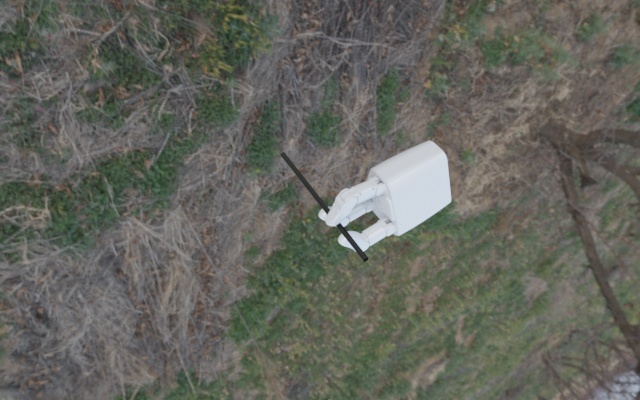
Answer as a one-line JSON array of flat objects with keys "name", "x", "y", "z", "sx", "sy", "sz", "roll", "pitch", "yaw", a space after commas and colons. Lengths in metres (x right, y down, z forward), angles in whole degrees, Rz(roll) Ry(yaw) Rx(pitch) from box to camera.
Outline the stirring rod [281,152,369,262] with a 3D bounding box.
[{"name": "stirring rod", "x": 0.000, "y": 0.002, "z": 0.716, "sx": 0.011, "sy": 0.011, "sz": 0.239, "roll": 0, "pitch": 41, "yaw": -43}]
